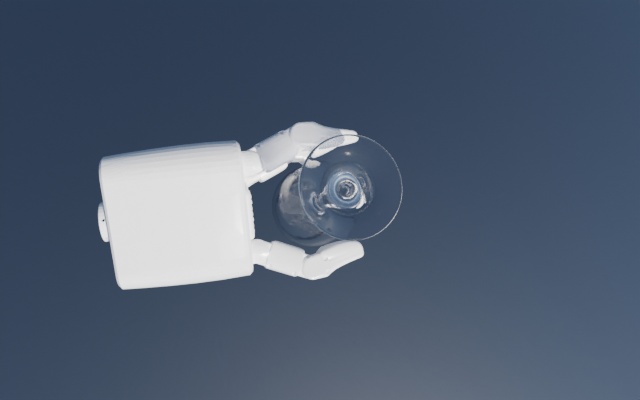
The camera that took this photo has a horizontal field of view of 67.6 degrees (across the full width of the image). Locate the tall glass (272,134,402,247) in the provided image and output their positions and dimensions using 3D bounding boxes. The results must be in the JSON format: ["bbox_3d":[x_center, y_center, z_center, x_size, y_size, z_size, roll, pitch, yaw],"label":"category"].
[{"bbox_3d":[0.000,0.001,0.424,0.079,0.079,0.201,0,-6,-12],"label":"tall glass"}]
